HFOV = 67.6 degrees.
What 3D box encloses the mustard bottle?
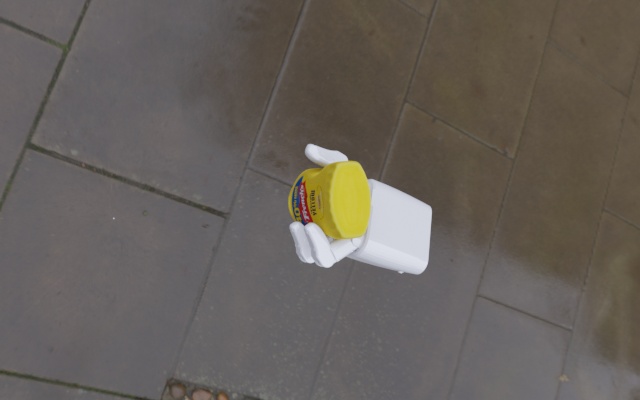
[{"bbox_3d":[0.000,0.002,0.661,0.058,0.096,0.191,-6,0,-24],"label":"mustard bottle"}]
